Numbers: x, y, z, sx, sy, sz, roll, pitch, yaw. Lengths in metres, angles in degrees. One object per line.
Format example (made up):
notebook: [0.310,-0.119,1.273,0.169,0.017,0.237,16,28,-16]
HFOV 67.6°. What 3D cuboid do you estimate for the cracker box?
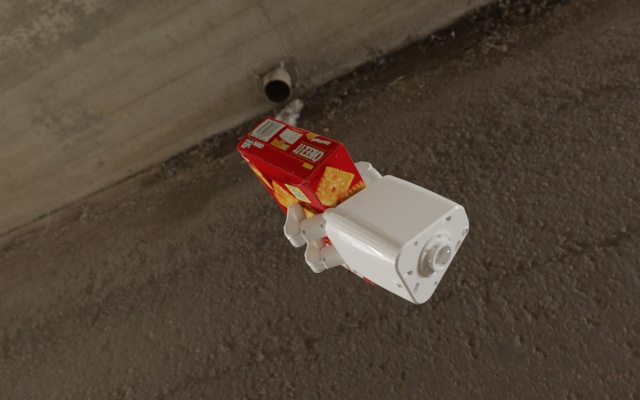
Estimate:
cracker box: [0.000,0.002,0.637,0.164,0.072,0.214,27,-23,47]
